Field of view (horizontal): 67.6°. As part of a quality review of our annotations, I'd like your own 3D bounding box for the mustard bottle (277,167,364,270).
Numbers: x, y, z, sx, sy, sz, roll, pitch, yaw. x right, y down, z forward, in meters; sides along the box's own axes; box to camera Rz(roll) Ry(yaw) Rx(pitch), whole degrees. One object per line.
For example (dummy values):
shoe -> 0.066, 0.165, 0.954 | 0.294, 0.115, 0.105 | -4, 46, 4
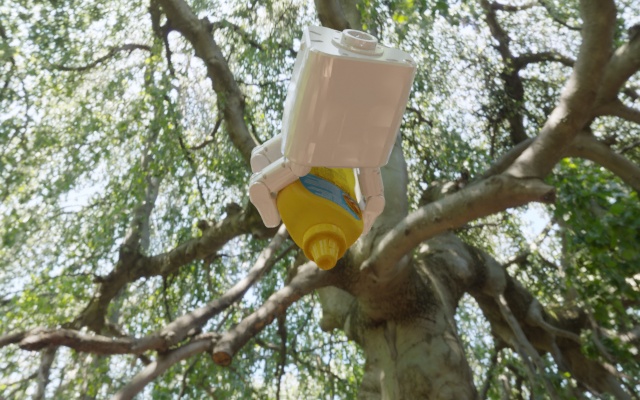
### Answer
mustard bottle -> 0.000, 0.002, 0.502 | 0.096, 0.058, 0.191 | 32, 26, -23
